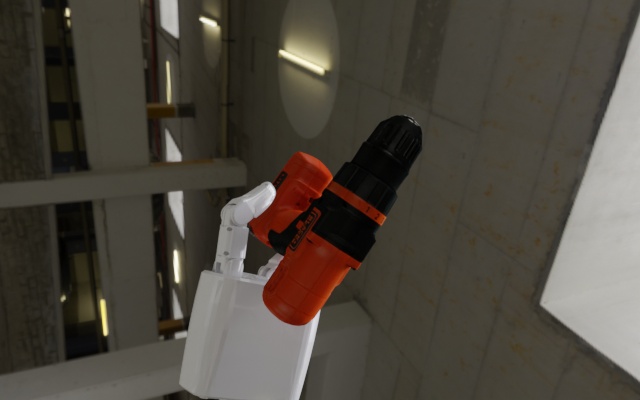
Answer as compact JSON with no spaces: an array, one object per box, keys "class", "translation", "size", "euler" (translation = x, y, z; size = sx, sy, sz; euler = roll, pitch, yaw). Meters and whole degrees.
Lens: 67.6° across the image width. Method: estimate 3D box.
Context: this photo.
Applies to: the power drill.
[{"class":"power drill","translation":[0.000,0.002,0.434],"size":[0.057,0.184,0.187],"euler":[36,-1,-18]}]
